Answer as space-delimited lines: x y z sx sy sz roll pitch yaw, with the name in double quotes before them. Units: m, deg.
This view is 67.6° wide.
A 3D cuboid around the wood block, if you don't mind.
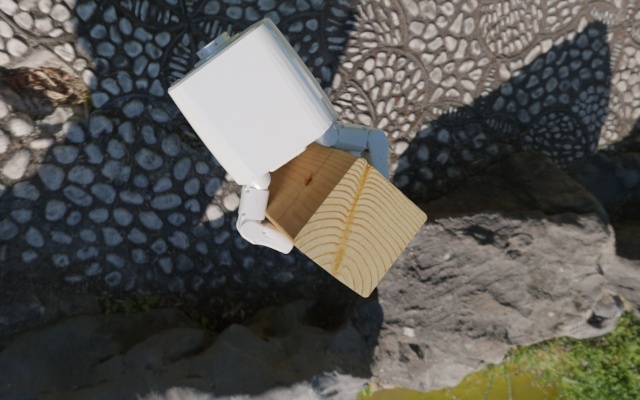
"wood block" 0.000 0.002 0.484 0.090 0.091 0.206 39 -2 -24
